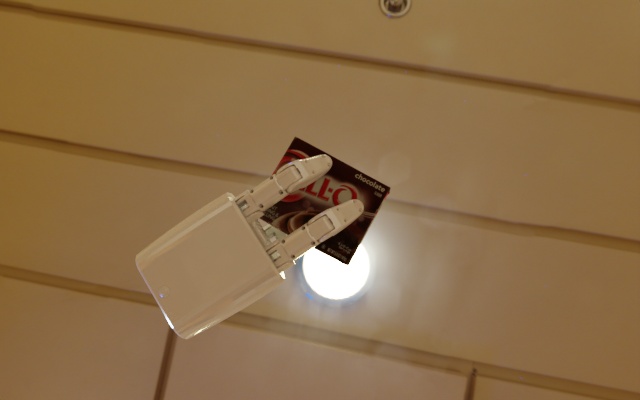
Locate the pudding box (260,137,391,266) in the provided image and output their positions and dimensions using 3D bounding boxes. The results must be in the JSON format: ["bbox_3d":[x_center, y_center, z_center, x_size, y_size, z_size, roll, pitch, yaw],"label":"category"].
[{"bbox_3d":[0.000,0.002,0.485,0.113,0.090,0.039,29,-8,5],"label":"pudding box"}]
